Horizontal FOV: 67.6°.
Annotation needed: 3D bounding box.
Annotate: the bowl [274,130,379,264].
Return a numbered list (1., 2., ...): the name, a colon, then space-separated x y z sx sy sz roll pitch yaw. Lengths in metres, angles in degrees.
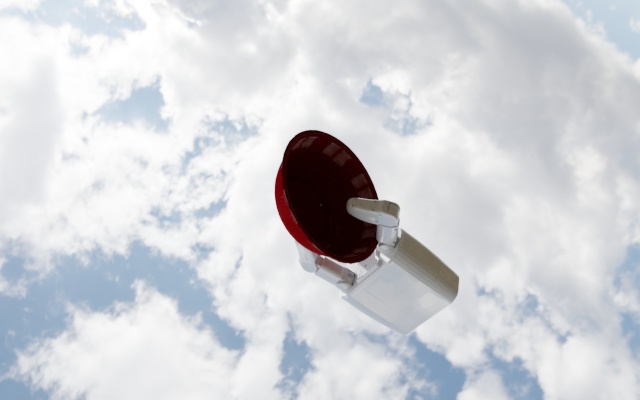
1. bowl: -0.001 0.001 0.556 0.055 0.162 0.162 -26 -17 39
